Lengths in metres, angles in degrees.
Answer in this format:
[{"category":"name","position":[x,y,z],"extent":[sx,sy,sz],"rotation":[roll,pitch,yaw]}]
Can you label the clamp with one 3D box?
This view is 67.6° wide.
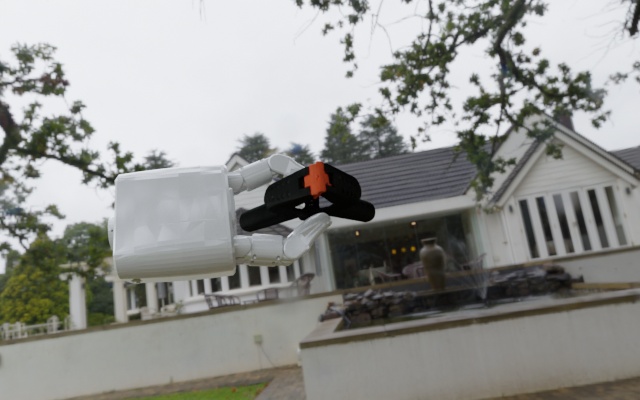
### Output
[{"category":"clamp","position":[0.000,0.001,0.500],"extent":[0.164,0.036,0.210],"rotation":[-4,-12,-12]}]
